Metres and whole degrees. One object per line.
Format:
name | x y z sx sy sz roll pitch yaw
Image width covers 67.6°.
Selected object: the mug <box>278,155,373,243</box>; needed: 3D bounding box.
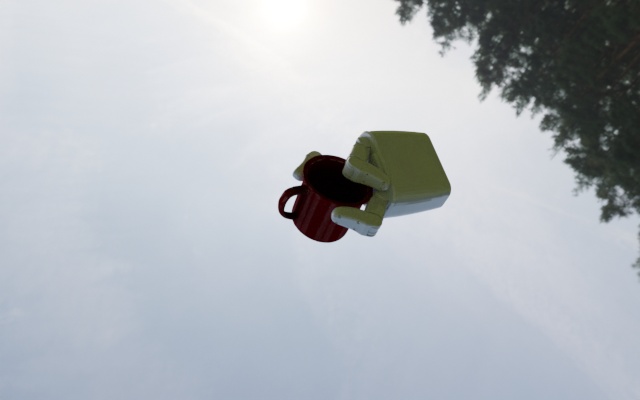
mug | -0.001 0.002 0.616 0.117 0.093 0.081 -6 -40 -30
